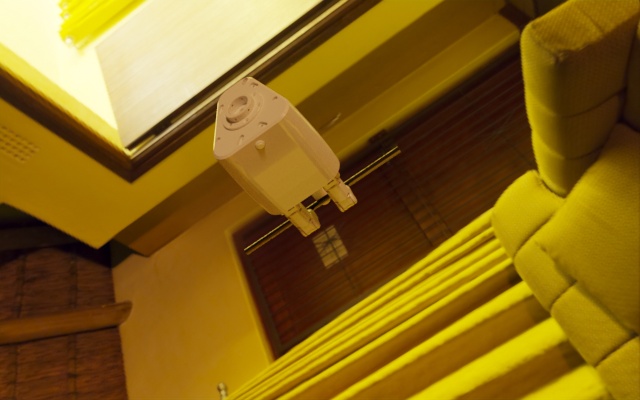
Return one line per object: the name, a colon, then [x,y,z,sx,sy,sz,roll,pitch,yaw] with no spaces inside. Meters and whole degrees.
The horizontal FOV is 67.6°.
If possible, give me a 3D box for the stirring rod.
stirring rod: [0.000,0.002,0.618,0.239,0.011,0.011,-34,-5,8]
